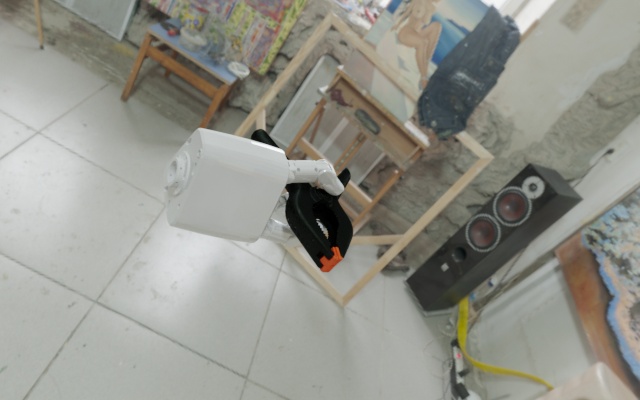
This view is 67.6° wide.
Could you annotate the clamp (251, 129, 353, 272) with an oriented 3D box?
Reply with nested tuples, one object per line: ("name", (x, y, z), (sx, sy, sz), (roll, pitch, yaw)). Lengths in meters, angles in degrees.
("clamp", (0.001, 0.002, 0.614), (0.164, 0.209, 0.036), (15, -51, -37))
